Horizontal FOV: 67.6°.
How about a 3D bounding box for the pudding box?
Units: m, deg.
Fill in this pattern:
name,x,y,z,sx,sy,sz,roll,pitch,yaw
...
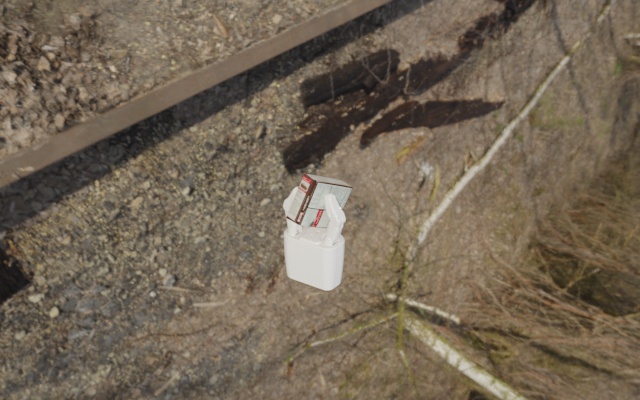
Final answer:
name,x,y,z,sx,sy,sz,roll,pitch,yaw
pudding box,0.000,0.003,0.874,0.039,0.090,0.113,30,14,34
